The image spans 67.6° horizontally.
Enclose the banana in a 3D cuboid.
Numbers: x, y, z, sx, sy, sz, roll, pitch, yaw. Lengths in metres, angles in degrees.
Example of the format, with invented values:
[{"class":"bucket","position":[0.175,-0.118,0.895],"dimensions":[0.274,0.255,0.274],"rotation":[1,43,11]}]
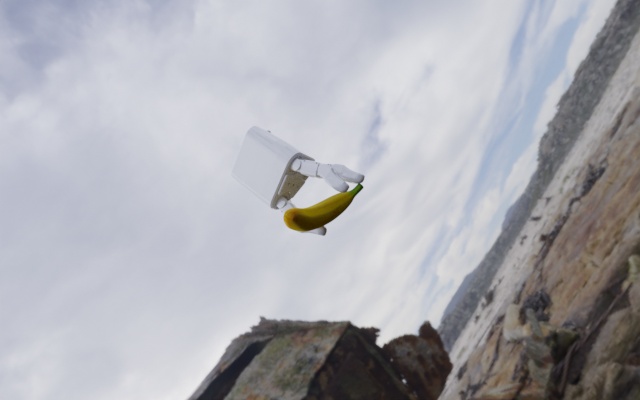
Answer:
[{"class":"banana","position":[-0.005,0.016,0.759],"dimensions":[0.037,0.070,0.197],"rotation":[38,34,20]}]
